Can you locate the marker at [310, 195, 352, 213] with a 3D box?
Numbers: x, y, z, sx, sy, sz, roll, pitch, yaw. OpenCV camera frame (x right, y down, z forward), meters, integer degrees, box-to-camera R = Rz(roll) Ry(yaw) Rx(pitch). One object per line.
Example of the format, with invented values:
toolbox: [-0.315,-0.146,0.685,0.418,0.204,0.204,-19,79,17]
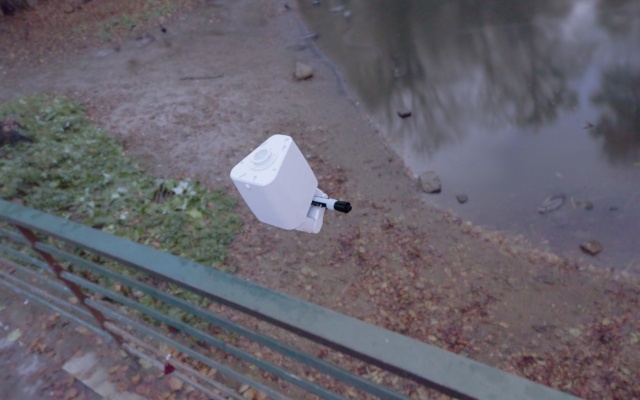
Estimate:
marker: [0.000,0.003,0.794,0.121,0.020,0.020,12,7,37]
